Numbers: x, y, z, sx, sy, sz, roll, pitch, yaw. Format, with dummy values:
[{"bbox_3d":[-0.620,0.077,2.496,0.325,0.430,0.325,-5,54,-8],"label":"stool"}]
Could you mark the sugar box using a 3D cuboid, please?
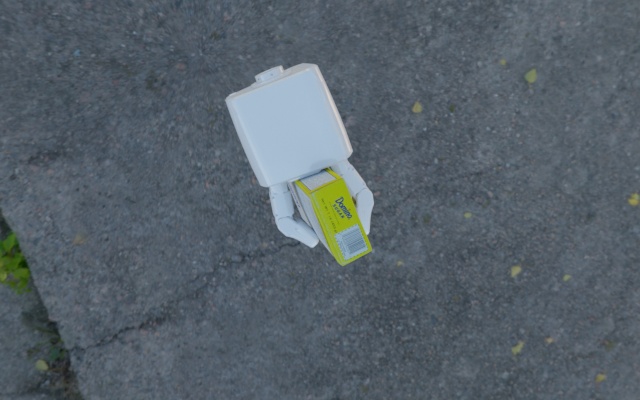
[{"bbox_3d":[0.001,0.002,0.578,0.048,0.093,0.176,-24,21,-6],"label":"sugar box"}]
